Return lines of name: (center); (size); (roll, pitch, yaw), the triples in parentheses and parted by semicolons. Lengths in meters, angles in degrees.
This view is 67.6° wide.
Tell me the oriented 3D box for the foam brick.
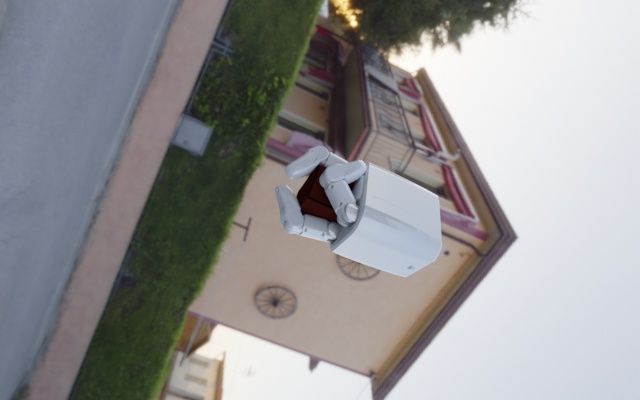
foam brick: (0.000, 0.002, 0.596); (0.051, 0.053, 0.078); (23, -31, -11)
